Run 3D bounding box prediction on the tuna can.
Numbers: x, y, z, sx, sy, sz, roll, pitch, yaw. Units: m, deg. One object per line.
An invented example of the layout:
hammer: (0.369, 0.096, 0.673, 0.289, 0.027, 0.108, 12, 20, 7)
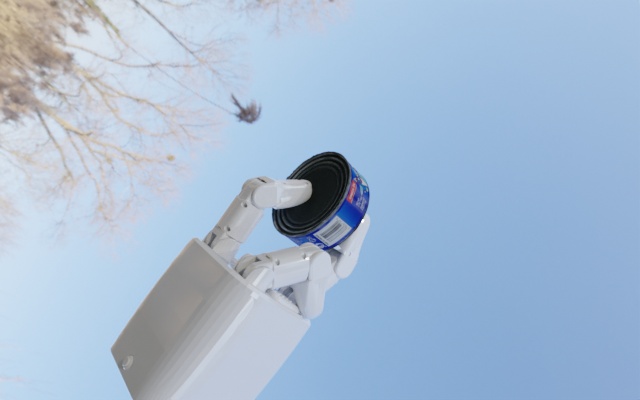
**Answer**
tuna can: (0.000, 0.002, 0.418, 0.086, 0.086, 0.034, 0, -31, 46)
